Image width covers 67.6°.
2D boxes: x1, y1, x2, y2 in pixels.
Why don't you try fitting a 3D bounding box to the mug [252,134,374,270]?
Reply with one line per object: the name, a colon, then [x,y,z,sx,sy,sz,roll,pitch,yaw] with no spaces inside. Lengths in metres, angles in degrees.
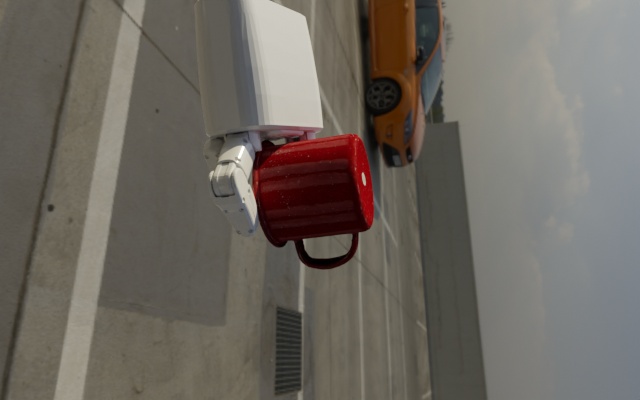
mug: [0.000,0.003,0.402,0.081,0.117,0.093,-7,7,14]
